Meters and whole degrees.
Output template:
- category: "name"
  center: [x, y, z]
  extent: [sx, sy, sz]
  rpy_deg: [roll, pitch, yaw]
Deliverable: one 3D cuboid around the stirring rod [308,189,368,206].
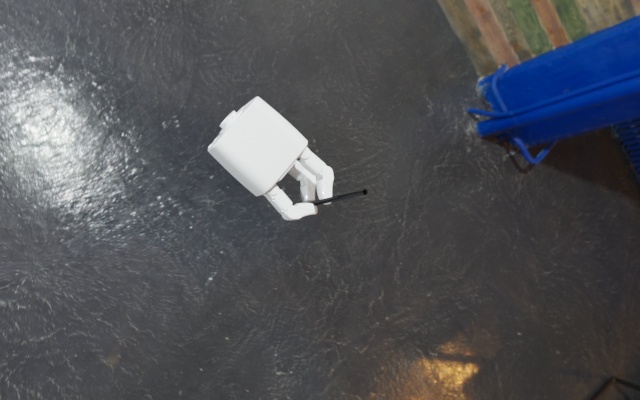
- category: "stirring rod"
  center: [0.000, 0.002, 0.758]
  extent: [0.011, 0.011, 0.239]
  rpy_deg: [0, -7, -31]
